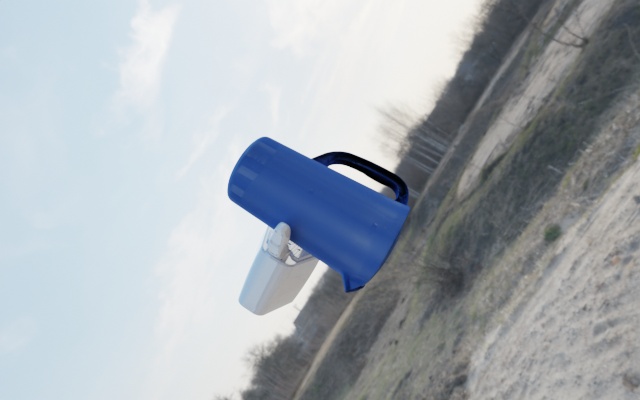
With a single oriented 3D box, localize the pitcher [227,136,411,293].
[{"bbox_3d":[0.000,0.002,0.683,0.243,0.145,0.149,30,24,7],"label":"pitcher"}]
